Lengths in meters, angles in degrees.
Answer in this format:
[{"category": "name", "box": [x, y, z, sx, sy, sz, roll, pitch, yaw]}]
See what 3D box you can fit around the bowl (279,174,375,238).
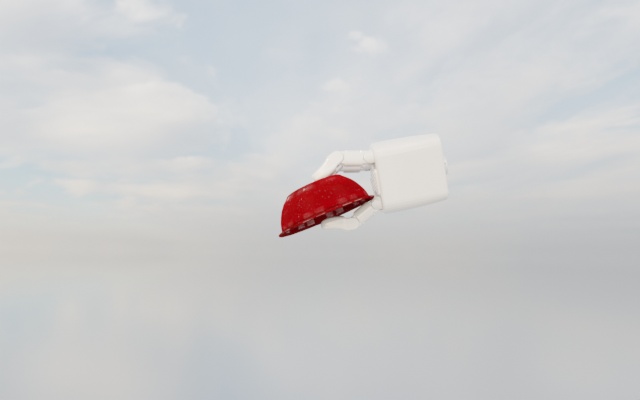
[{"category": "bowl", "box": [-0.001, 0.002, 0.744, 0.162, 0.055, 0.162, -23, -6, -3]}]
